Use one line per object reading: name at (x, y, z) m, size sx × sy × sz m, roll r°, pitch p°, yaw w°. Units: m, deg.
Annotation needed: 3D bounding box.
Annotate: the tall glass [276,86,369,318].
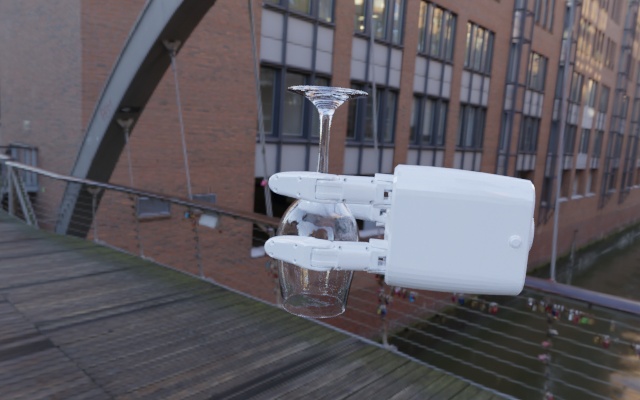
tall glass at (0.000, 0.001, 0.438) m, size 0.079 × 0.201 × 0.079 m, roll 4°, pitch 8°, yaw -1°
